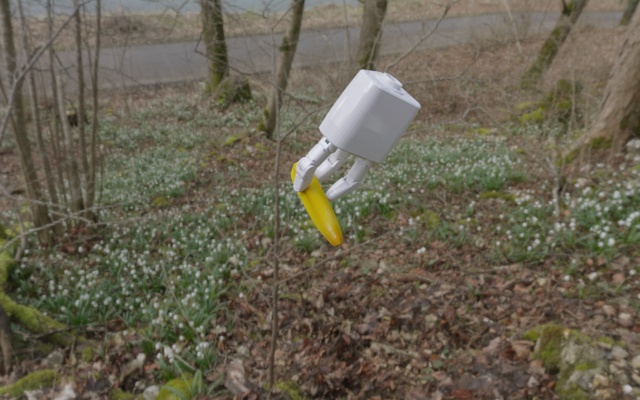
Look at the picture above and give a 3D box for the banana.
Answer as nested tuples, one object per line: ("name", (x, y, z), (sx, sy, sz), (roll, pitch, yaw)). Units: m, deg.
("banana", (-0.011, -0.010, 0.766), (0.037, 0.197, 0.070), (-36, -49, 9))
